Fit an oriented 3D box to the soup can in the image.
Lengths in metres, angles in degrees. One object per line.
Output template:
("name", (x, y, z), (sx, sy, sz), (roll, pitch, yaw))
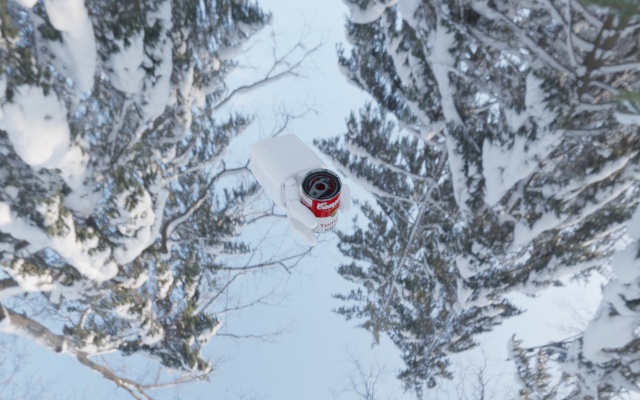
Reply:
("soup can", (0.001, 0.003, 0.829), (0.068, 0.068, 0.102), (0, -37, -2))
